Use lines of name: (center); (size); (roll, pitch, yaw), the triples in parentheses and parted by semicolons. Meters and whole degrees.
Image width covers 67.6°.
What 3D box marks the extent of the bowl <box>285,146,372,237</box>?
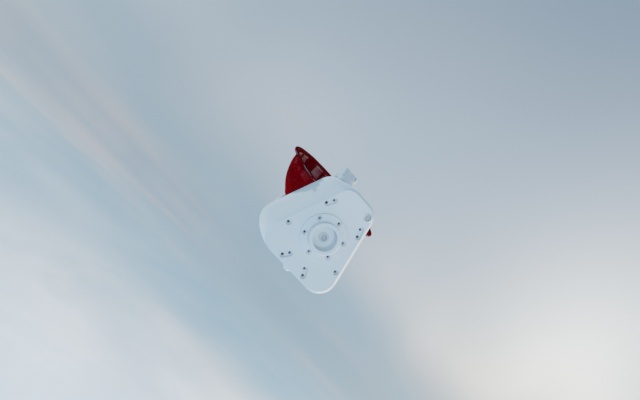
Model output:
bowl: (0.000, 0.002, 0.670); (0.055, 0.162, 0.162); (-40, -9, 10)
